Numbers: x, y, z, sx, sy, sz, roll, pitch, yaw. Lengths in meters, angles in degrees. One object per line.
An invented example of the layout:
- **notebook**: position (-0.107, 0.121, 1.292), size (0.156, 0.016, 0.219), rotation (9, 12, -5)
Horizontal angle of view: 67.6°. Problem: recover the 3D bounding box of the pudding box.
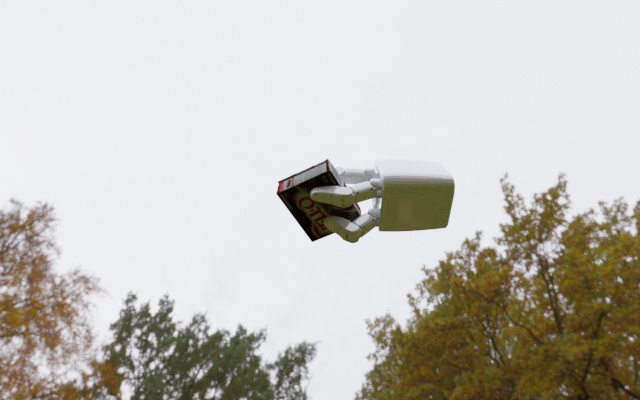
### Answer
- **pudding box**: position (0.000, 0.002, 0.721), size (0.090, 0.113, 0.039), rotation (-24, 33, 16)
